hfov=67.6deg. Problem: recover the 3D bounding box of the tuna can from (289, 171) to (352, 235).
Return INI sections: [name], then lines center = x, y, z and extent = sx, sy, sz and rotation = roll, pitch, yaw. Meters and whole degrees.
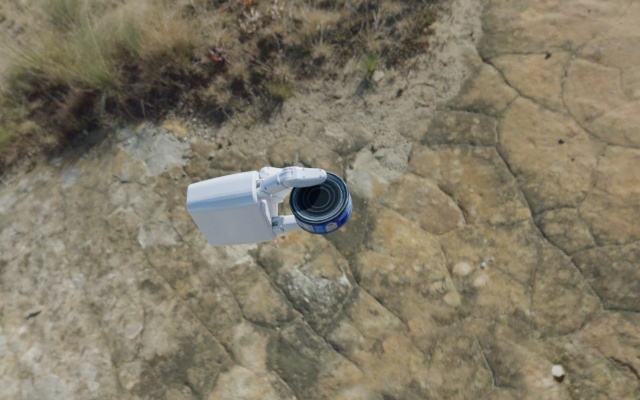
[tuna can]
center = 0.000, 0.002, 0.667
extent = 0.086, 0.086, 0.034
rotation = 0, -29, 12
